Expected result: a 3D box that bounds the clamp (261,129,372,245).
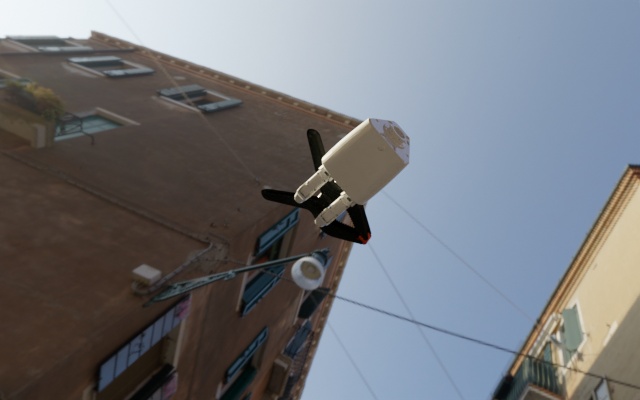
[{"bbox_3d":[0.001,0.003,0.833,0.165,0.210,0.036,-41,-1,31],"label":"clamp"}]
